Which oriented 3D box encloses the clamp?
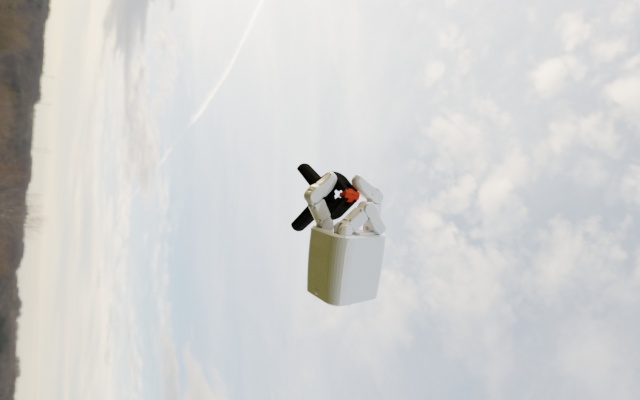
[{"bbox_3d":[0.001,0.003,0.793,0.039,0.120,0.171,2,6,-30],"label":"clamp"}]
